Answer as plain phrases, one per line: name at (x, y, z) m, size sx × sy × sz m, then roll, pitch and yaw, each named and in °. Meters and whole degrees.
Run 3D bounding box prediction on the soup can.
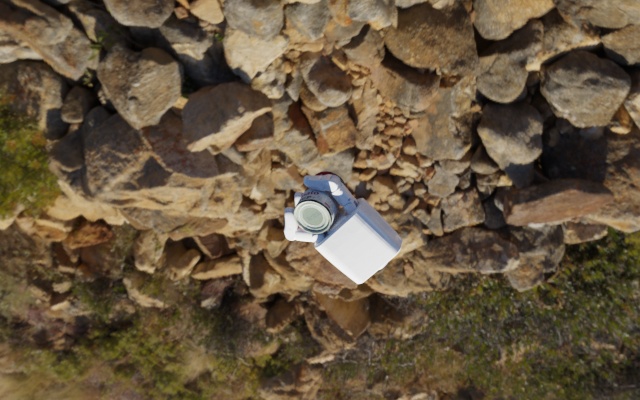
soup can at (0.000, 0.002, 0.826) m, size 0.068 × 0.068 × 0.102 m, roll 0°, pitch 31°, yaw 19°
